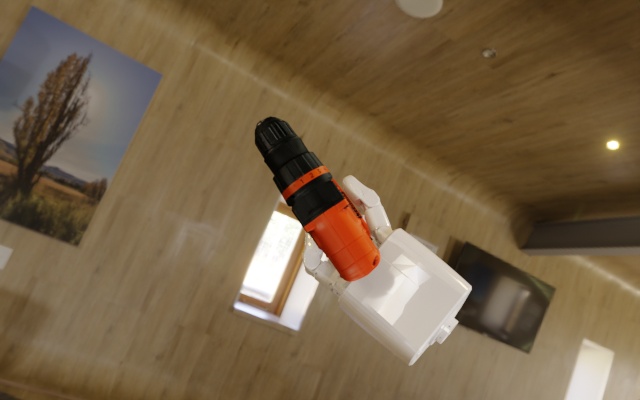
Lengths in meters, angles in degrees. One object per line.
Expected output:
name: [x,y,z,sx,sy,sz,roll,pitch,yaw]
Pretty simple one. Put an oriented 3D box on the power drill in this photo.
power drill: [0.000,0.002,0.536,0.057,0.184,0.187,-33,-7,4]
